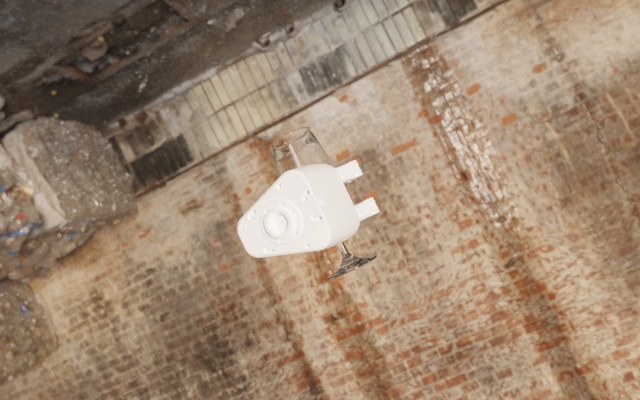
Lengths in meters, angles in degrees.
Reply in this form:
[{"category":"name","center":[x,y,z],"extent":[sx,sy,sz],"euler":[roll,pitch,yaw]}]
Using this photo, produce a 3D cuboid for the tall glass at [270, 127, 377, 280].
[{"category":"tall glass","center":[0.000,0.003,0.655],"extent":[0.079,0.201,0.079],"euler":[-26,-3,-2]}]
